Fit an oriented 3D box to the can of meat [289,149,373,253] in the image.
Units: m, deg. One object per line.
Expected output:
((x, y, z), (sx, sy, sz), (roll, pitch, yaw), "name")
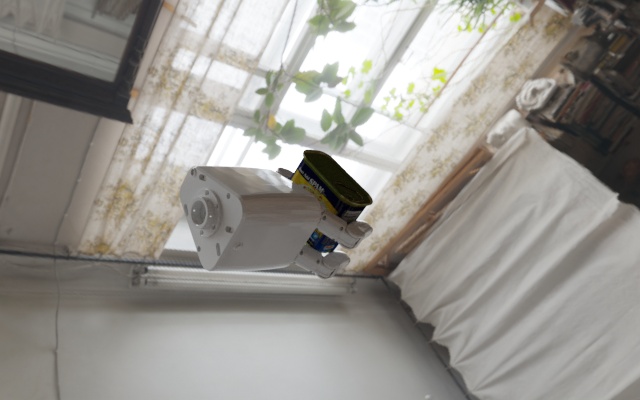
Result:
((0.000, 0.002, 0.582), (0.057, 0.084, 0.102), (-2, 42, -52), "can of meat")
